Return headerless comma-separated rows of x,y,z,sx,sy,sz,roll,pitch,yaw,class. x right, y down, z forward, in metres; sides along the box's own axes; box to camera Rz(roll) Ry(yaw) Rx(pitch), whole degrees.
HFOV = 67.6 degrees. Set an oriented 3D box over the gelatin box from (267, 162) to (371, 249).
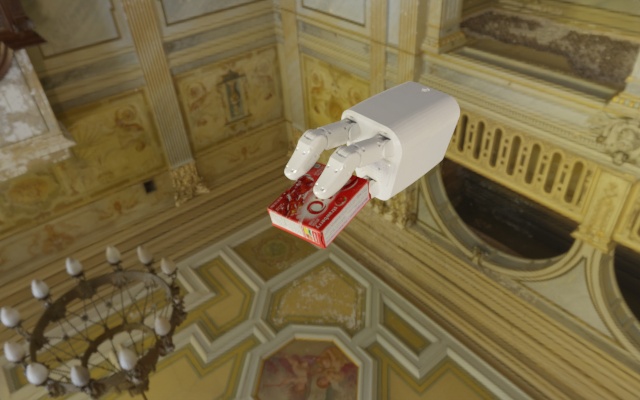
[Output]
0.000,0.002,0.510,0.073,0.030,0.089,22,53,33,gelatin box
